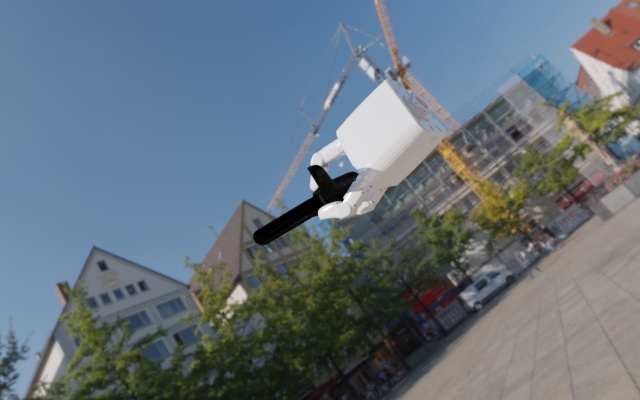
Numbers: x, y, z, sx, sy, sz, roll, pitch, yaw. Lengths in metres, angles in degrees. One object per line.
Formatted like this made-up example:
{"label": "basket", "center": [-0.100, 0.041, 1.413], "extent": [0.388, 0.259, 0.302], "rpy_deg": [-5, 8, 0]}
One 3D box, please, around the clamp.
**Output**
{"label": "clamp", "center": [0.000, 0.002, 0.725], "extent": [0.165, 0.036, 0.210], "rpy_deg": [-44, -19, 29]}
